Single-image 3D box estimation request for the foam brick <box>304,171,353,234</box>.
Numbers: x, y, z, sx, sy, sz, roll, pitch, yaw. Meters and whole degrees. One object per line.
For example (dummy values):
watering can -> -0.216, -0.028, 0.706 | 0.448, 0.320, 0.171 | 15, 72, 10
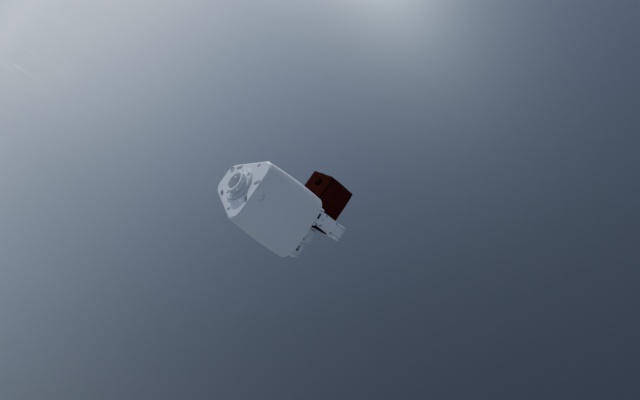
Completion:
foam brick -> 0.000, 0.002, 0.734 | 0.051, 0.078, 0.053 | 39, -9, -35
